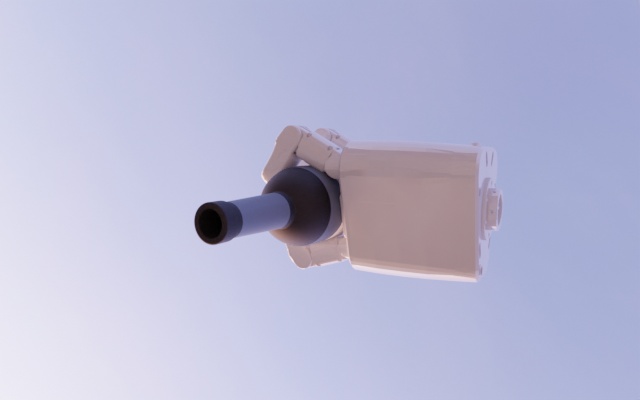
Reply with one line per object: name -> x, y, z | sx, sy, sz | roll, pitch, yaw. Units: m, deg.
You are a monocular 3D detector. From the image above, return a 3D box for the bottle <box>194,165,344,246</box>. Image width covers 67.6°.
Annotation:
bottle -> 0.000, 0.001, 0.427 | 0.069, 0.069, 0.295 | 0, 5, 28
